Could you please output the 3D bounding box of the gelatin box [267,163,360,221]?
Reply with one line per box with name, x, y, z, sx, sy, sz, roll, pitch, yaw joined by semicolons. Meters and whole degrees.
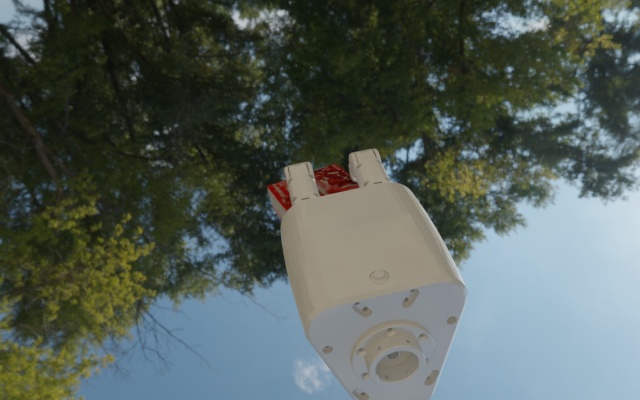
gelatin box;0.000;0.002;0.429;0.073;0.030;0.089;-19;28;-14
